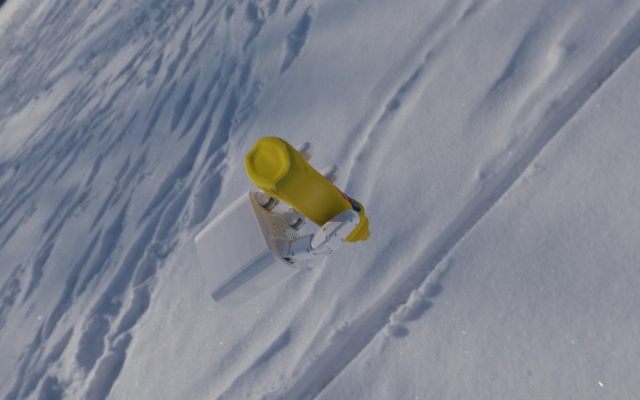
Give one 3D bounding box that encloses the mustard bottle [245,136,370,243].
[{"bbox_3d":[0.000,0.002,0.571,0.192,0.058,0.096,38,0,-40],"label":"mustard bottle"}]
